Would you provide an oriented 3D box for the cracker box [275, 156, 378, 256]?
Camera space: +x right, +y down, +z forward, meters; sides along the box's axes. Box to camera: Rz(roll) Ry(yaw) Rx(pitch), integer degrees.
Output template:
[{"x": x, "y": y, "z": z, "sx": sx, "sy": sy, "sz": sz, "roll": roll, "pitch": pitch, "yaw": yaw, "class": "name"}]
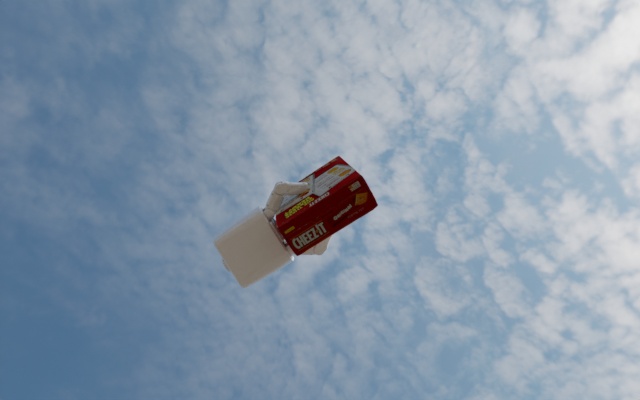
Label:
[{"x": 0.000, "y": 0.003, "z": 0.878, "sx": 0.164, "sy": 0.072, "sz": 0.213, "roll": -33, "pitch": 16, "yaw": 1, "class": "cracker box"}]
